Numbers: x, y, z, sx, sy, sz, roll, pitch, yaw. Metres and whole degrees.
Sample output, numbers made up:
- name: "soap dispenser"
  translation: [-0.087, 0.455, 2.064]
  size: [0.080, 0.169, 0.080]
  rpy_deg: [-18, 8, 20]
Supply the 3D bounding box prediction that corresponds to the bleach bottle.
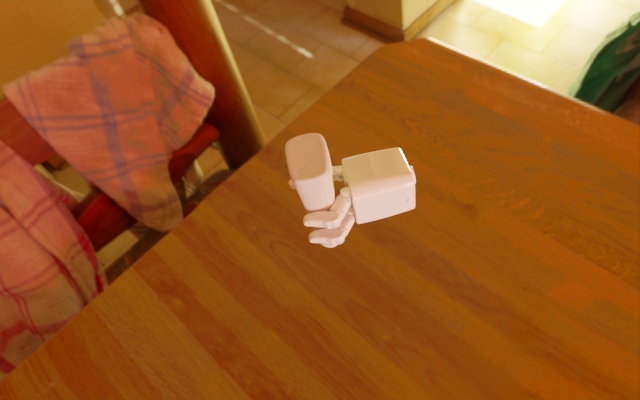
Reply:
- name: "bleach bottle"
  translation: [0.000, 0.003, 0.838]
  size: [0.068, 0.102, 0.251]
  rpy_deg: [-13, -35, 2]
